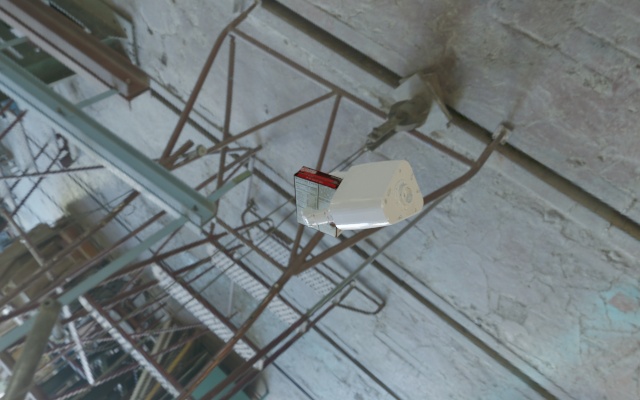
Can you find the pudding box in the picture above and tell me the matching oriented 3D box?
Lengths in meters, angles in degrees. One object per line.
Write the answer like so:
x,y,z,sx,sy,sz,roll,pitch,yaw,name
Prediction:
0.000,0.003,0.851,0.090,0.114,0.039,21,41,26,pudding box
